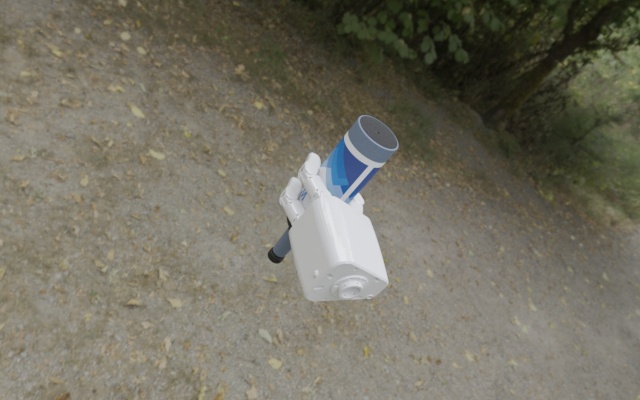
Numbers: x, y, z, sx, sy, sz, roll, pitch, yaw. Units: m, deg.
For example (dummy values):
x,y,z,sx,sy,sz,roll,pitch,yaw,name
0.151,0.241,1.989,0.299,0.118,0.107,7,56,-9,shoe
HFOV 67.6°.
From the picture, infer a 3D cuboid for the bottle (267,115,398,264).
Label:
x,y,z,sx,sy,sz,roll,pitch,yaw,name
0.000,0.002,0.718,0.069,0.069,0.296,0,-39,-43,bottle
